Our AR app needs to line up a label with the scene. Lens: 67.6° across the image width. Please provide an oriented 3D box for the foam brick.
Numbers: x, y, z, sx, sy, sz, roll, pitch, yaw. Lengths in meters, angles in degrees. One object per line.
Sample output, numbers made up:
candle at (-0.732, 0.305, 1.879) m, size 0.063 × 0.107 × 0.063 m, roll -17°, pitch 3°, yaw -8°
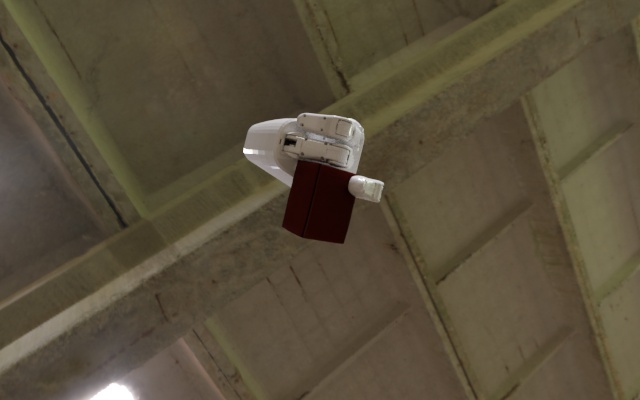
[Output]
foam brick at (0.000, 0.002, 0.508) m, size 0.053 × 0.078 × 0.051 m, roll 14°, pitch 0°, yaw -32°
